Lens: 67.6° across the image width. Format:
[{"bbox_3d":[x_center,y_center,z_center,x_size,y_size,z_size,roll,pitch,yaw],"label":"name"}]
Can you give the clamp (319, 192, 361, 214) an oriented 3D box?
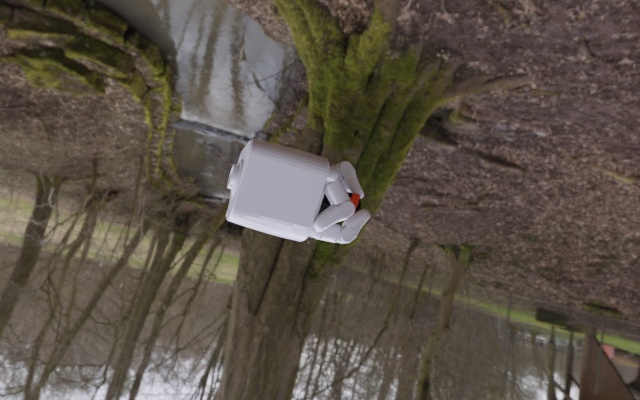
[{"bbox_3d":[0.000,0.003,0.731,0.120,0.039,0.171,15,-12,-16],"label":"clamp"}]
